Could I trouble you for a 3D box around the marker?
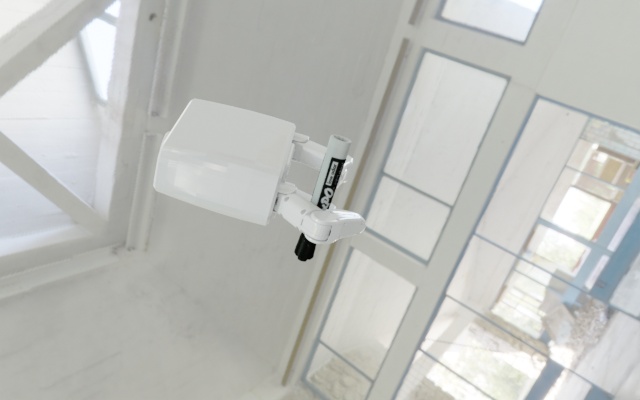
[{"bbox_3d":[0.000,0.001,0.421,0.020,0.121,0.020,16,22,-7],"label":"marker"}]
